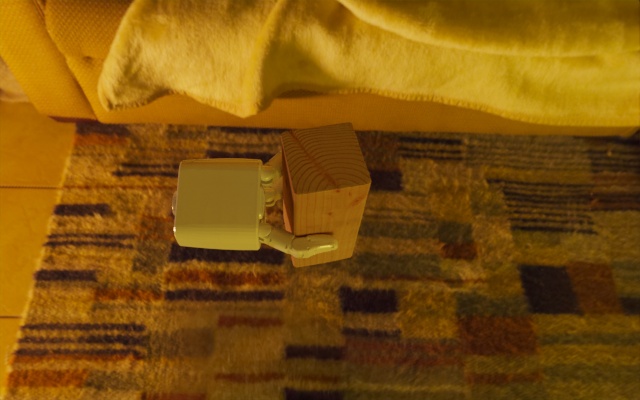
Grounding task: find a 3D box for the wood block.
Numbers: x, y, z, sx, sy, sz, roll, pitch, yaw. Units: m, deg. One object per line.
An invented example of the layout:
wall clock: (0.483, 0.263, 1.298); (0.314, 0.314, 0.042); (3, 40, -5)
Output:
wood block: (0.000, 0.002, 0.635); (0.090, 0.090, 0.206); (-9, -29, -9)
